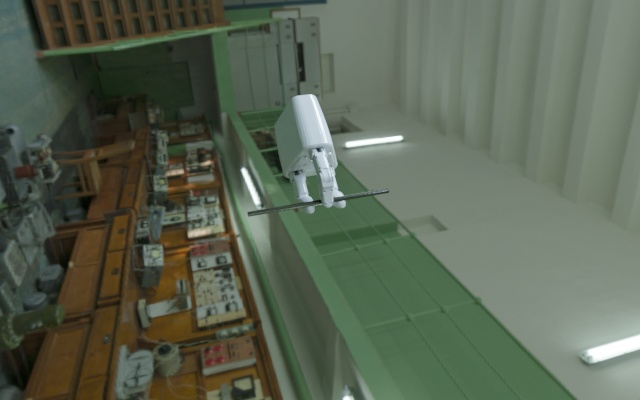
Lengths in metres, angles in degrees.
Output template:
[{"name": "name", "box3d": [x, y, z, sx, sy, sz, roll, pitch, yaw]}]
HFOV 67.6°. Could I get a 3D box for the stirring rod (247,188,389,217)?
[{"name": "stirring rod", "box3d": [0.000, 0.003, 0.784, 0.239, 0.011, 0.011, -10, 2, -14]}]
